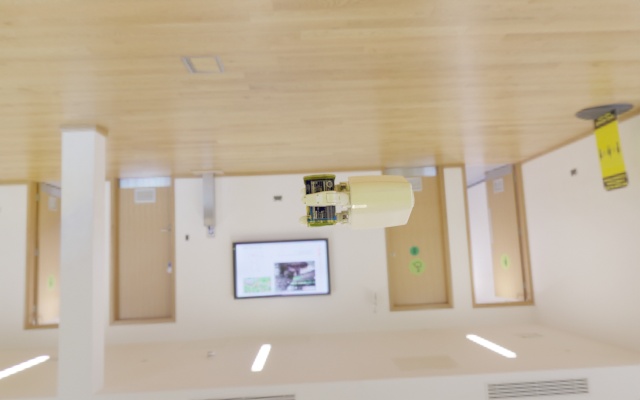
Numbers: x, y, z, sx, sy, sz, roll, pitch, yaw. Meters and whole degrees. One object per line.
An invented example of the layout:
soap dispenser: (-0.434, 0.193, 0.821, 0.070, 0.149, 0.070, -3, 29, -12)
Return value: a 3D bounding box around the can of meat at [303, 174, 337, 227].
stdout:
can of meat: (0.000, 0.003, 0.850, 0.057, 0.084, 0.102, -3, -6, -1)
